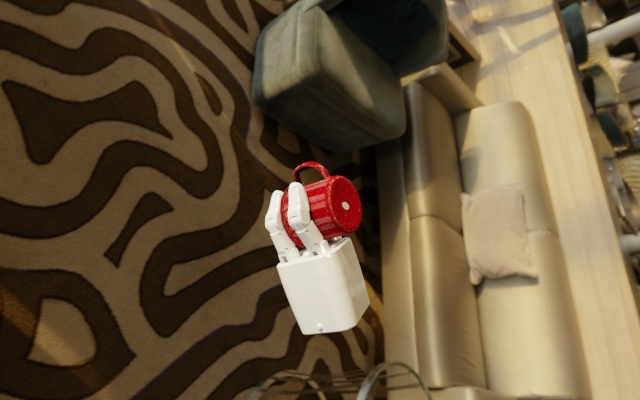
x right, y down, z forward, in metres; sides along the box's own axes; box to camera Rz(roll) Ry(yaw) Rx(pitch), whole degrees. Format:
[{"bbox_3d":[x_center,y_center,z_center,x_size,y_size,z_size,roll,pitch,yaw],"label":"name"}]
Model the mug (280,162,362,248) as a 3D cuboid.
[{"bbox_3d":[0.000,0.001,0.666,0.081,0.117,0.093,-17,4,35],"label":"mug"}]
